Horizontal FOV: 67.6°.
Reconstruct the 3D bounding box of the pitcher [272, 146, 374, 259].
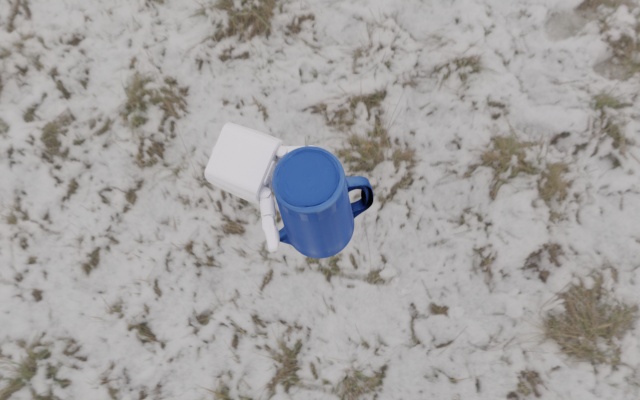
[{"bbox_3d":[0.000,0.003,0.801,0.145,0.149,0.243,24,-16,12],"label":"pitcher"}]
